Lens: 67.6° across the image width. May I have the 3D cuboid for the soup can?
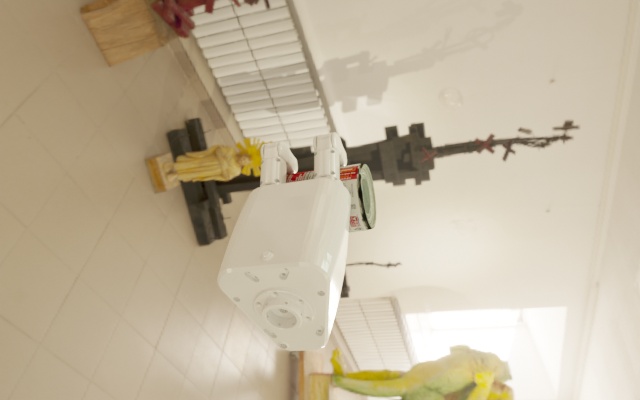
[{"bbox_3d":[0.000,0.001,0.486,0.102,0.068,0.068,-7,-2,17],"label":"soup can"}]
